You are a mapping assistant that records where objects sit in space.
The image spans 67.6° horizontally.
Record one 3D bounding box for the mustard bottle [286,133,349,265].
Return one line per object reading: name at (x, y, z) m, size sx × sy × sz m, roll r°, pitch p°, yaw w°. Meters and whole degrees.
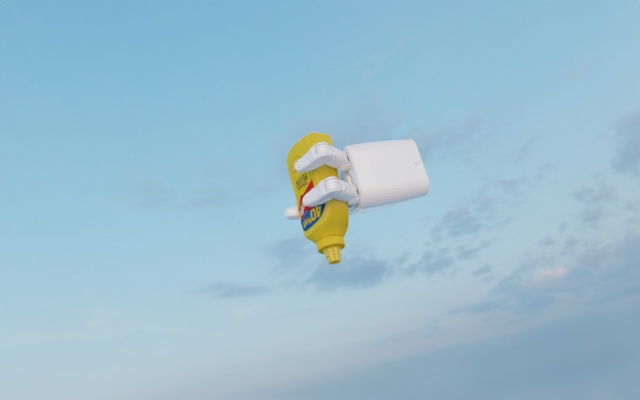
mustard bottle at (0.000, 0.002, 0.709) m, size 0.058 × 0.191 × 0.096 m, roll 2°, pitch -28°, yaw -33°
